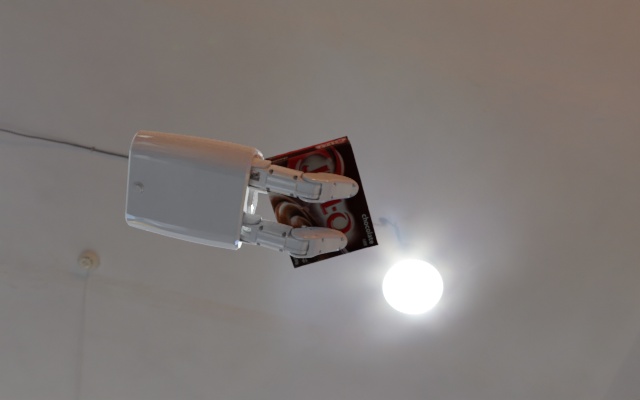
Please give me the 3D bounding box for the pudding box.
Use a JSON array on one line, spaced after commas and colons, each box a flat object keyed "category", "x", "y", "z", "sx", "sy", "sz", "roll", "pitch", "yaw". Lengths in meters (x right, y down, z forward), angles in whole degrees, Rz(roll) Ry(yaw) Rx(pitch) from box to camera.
[{"category": "pudding box", "x": 0.000, "y": 0.002, "z": 0.477, "sx": 0.090, "sy": 0.113, "sz": 0.039, "roll": -16, "pitch": 19, "yaw": 5}]
